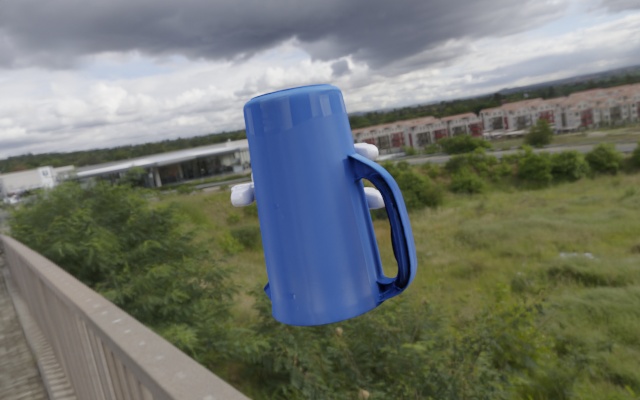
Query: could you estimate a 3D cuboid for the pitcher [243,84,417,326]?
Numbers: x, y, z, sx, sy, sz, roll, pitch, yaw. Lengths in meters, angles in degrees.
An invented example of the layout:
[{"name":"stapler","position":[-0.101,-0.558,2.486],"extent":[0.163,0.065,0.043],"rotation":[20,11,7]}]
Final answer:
[{"name":"pitcher","position":[0.000,0.002,0.521],"extent":[0.149,0.243,0.145],"rotation":[-13,8,-15]}]
